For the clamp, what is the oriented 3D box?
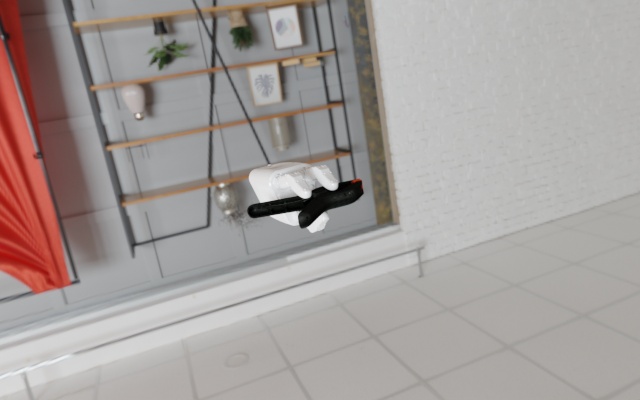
[{"bbox_3d":[0.001,0.003,0.815,0.210,0.036,0.164,-17,16,-29],"label":"clamp"}]
